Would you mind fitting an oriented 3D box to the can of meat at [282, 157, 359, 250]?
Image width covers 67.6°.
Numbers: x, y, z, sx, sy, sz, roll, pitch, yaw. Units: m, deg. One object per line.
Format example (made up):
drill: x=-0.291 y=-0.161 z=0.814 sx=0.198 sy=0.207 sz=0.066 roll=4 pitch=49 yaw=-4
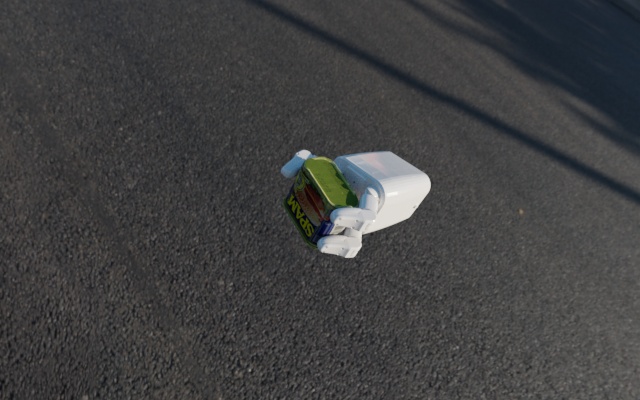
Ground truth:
can of meat: x=0.000 y=0.002 z=0.661 sx=0.057 sy=0.102 sz=0.084 roll=-10 pitch=-37 yaw=-36
